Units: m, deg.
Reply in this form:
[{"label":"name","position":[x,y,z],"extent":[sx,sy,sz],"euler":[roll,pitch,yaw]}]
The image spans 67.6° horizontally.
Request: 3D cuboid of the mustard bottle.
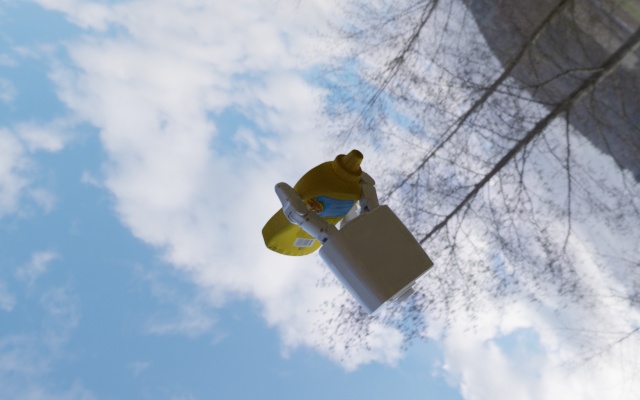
[{"label":"mustard bottle","position":[0.000,0.002,0.660],"extent":[0.096,0.058,0.192],"euler":[8,-44,-35]}]
